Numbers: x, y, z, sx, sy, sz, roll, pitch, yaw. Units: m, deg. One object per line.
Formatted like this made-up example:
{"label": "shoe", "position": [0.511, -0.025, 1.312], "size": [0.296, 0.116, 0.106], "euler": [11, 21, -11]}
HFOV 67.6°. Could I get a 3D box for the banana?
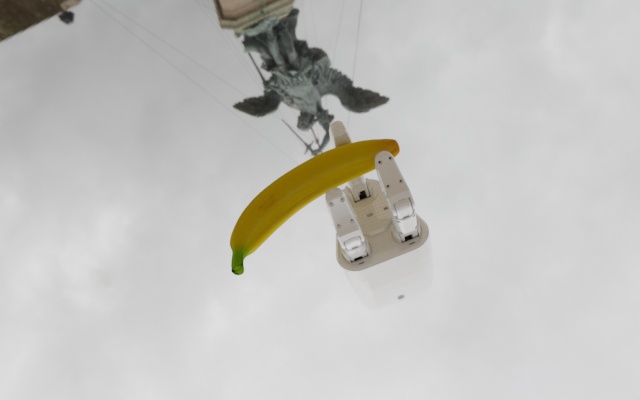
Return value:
{"label": "banana", "position": [-0.014, -0.005, 0.454], "size": [0.197, 0.037, 0.069], "euler": [-39, 49, -16]}
